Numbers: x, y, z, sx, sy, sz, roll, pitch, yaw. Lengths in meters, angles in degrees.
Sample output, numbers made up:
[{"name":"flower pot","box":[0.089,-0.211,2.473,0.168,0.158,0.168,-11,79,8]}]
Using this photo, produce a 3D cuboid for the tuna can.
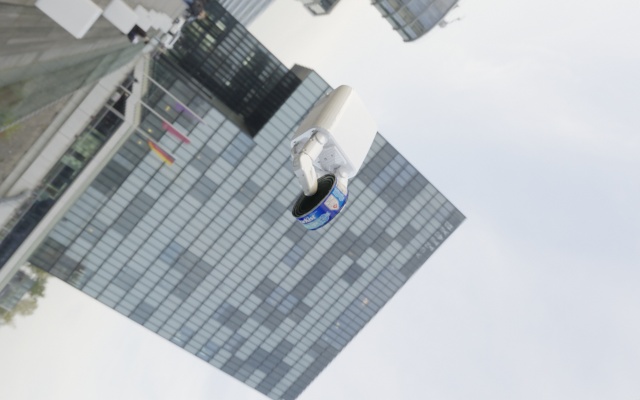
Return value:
[{"name":"tuna can","box":[0.000,0.003,0.699,0.034,0.086,0.086,45,-19,-20]}]
